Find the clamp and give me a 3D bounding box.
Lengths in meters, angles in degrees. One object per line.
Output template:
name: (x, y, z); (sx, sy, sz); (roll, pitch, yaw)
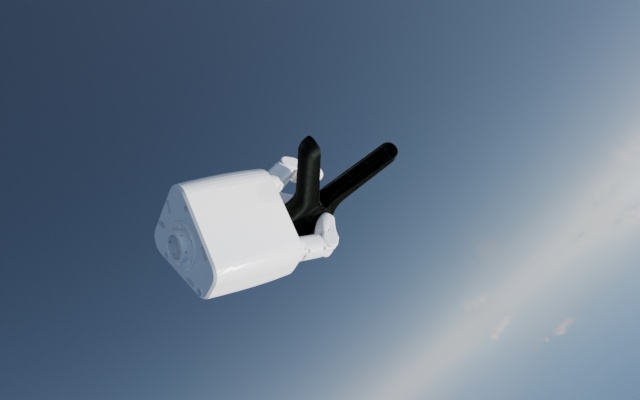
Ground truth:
clamp: (0.000, 0.003, 0.589); (0.164, 0.036, 0.210); (-9, -38, -43)
